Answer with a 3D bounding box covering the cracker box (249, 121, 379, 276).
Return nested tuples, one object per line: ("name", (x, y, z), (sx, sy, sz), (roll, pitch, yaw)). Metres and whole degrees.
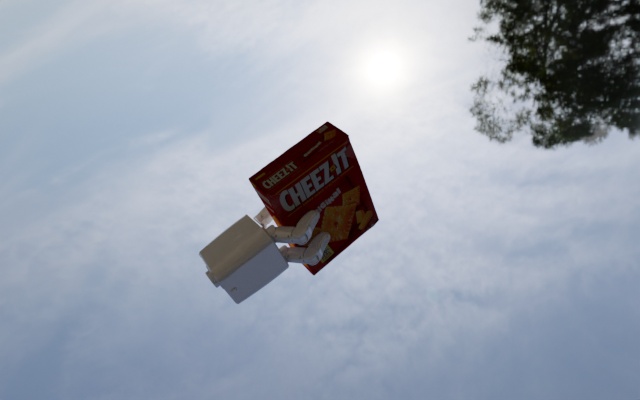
("cracker box", (0.000, 0.003, 0.809), (0.164, 0.214, 0.072), (-38, 45, -13))
